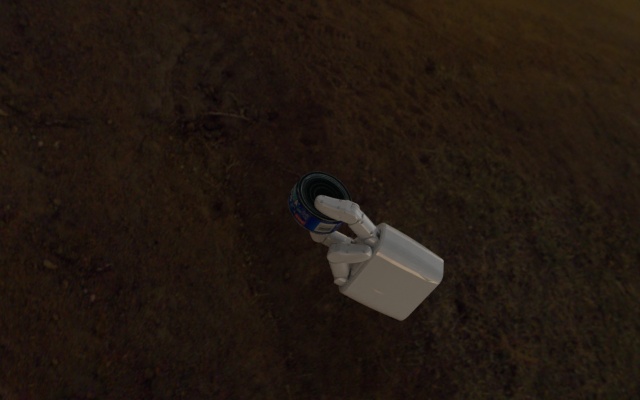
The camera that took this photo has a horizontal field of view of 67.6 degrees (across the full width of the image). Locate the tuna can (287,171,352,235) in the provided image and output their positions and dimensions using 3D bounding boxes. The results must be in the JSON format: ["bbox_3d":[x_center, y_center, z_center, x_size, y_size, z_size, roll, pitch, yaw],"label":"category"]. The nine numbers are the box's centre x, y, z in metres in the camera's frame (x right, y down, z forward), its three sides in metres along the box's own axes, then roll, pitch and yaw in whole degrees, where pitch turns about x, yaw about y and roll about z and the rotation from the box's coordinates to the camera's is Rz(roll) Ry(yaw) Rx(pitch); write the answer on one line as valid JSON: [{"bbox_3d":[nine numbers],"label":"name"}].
[{"bbox_3d":[0.000,0.002,0.660,0.086,0.086,0.034,0,-33,-31],"label":"tuna can"}]
